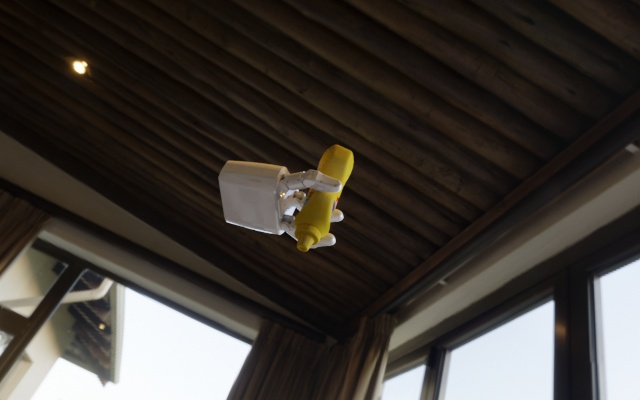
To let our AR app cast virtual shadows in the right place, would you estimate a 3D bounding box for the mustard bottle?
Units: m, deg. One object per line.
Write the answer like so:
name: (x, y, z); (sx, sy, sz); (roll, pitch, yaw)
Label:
mustard bottle: (0.001, 0.002, 0.790); (0.058, 0.191, 0.096); (25, -37, -3)
